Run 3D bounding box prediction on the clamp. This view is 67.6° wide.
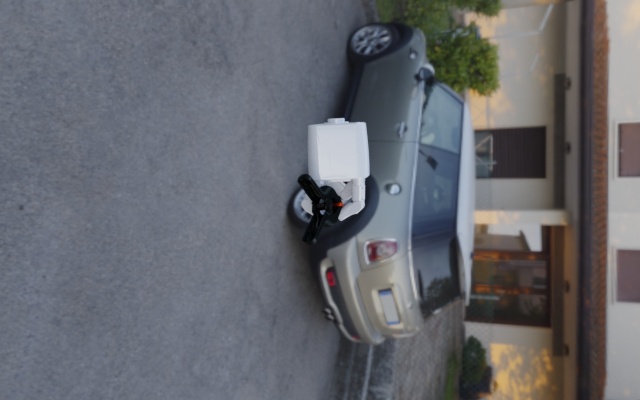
[{"bbox_3d":[0.001,0.003,0.875,0.039,0.120,0.171,1,12,18],"label":"clamp"}]
